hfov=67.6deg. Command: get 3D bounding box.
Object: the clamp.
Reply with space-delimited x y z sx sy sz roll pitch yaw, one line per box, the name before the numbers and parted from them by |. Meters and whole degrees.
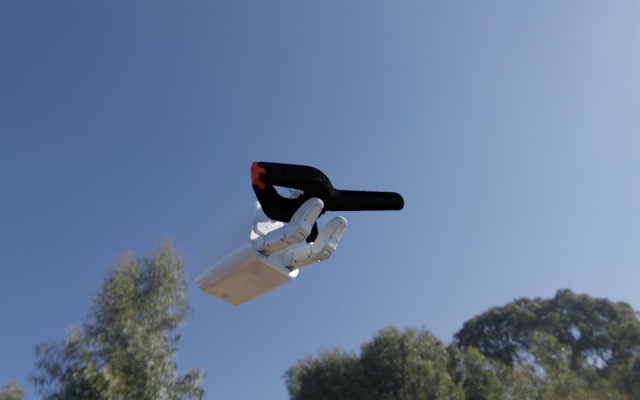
clamp | -0.001 0.001 0.618 0.164 0.036 0.210 -32 -43 21
